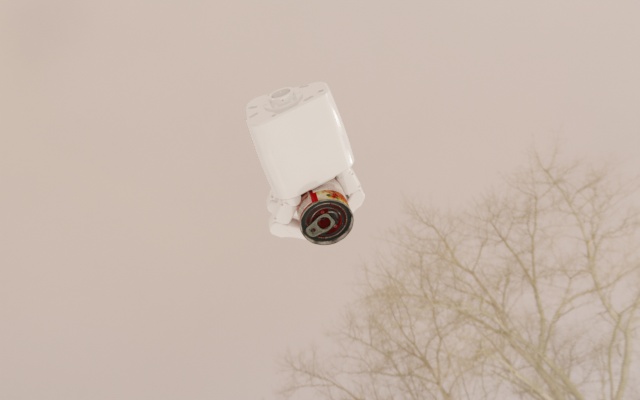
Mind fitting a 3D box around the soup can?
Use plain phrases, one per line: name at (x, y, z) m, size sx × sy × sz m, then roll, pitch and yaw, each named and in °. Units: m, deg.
soup can at (0.000, 0.002, 0.630) m, size 0.068 × 0.068 × 0.102 m, roll 0°, pitch 31°, yaw -10°
